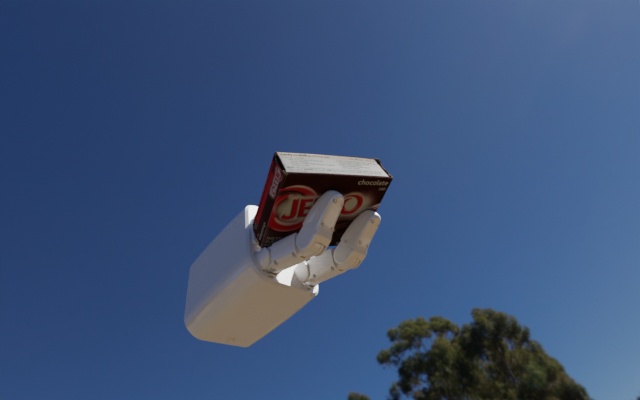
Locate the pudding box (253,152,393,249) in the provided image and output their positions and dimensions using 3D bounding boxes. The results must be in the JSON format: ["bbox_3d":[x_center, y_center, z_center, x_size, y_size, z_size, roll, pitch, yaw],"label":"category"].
[{"bbox_3d":[0.000,0.001,0.455,0.113,0.090,0.039,-1,42,-28],"label":"pudding box"}]
